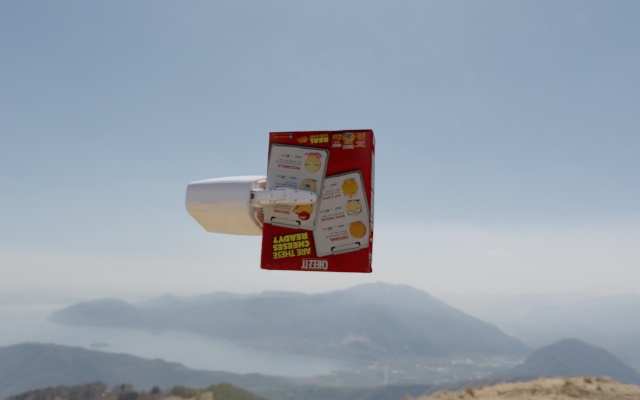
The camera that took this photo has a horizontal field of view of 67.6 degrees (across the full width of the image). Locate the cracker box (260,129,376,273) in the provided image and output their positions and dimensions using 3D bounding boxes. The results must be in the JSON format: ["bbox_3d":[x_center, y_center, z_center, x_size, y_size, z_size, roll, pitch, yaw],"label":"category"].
[{"bbox_3d":[0.000,0.002,0.735,0.164,0.213,0.072,0,-10,13],"label":"cracker box"}]
